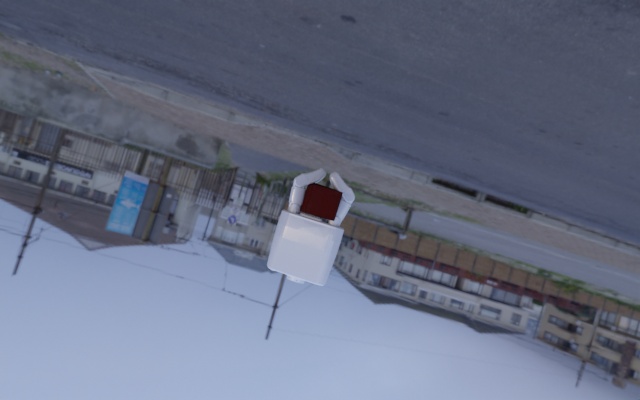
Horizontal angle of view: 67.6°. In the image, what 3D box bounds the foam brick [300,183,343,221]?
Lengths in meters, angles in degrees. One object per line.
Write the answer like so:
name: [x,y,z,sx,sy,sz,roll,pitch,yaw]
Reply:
foam brick: [0.000,0.003,0.812,0.053,0.051,0.078,18,-2,-8]
